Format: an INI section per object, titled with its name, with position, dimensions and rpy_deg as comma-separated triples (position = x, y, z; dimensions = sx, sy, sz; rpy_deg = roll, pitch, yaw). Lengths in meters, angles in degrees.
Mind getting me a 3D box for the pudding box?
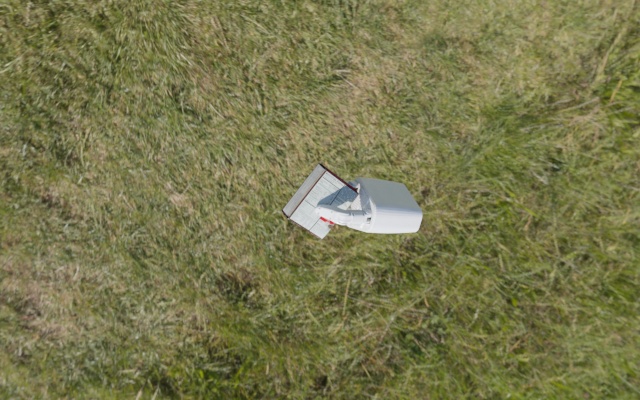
[pudding box]
position = 0.000, 0.003, 0.852
dimensions = 0.090, 0.113, 0.039
rpy_deg = 35, 5, -33
